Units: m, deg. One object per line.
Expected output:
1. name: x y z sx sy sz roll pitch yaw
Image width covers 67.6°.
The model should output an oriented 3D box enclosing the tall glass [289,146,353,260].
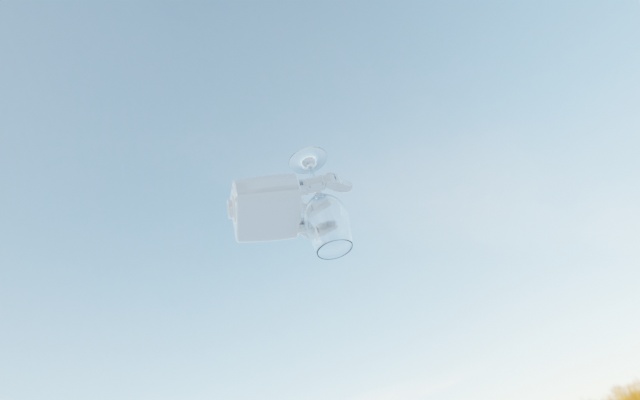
1. tall glass: 0.000 0.002 0.837 0.079 0.201 0.079 -11 -35 -8
